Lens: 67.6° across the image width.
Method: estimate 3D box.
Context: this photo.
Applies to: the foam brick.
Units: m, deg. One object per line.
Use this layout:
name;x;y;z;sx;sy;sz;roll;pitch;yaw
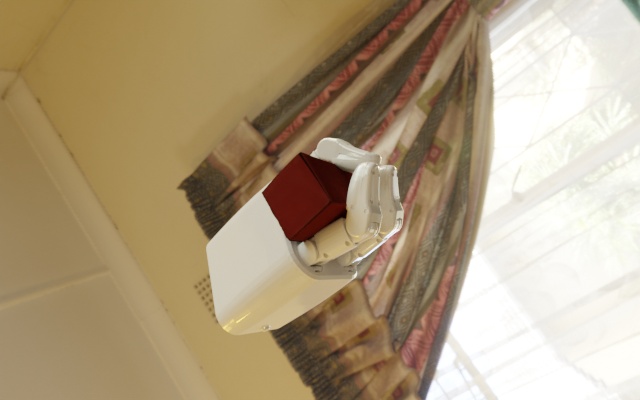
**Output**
foam brick;0.000;0.001;0.404;0.051;0.053;0.078;-42;-27;22
